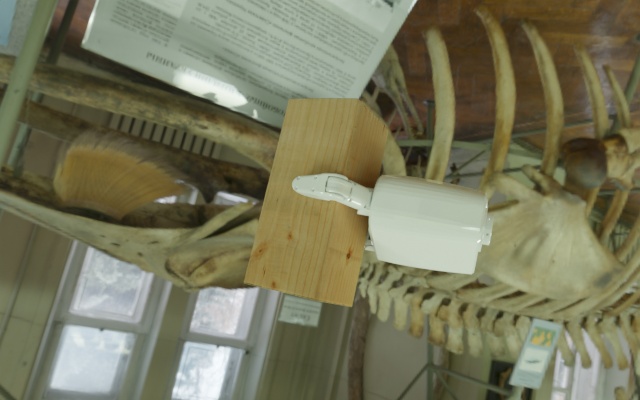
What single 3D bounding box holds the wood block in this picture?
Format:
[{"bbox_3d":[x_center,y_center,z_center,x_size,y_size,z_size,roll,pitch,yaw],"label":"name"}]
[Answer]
[{"bbox_3d":[0.000,0.002,0.522,0.090,0.206,0.091,7,-12,30],"label":"wood block"}]
